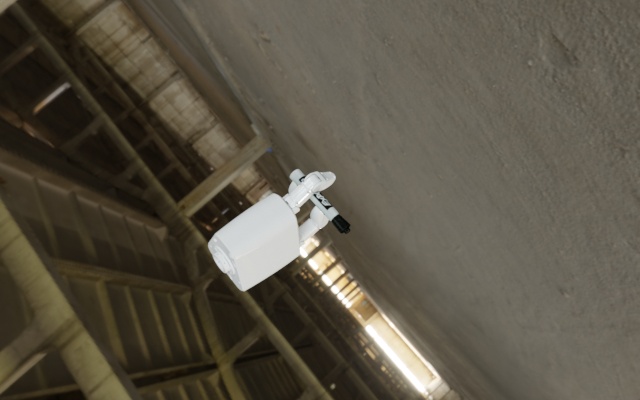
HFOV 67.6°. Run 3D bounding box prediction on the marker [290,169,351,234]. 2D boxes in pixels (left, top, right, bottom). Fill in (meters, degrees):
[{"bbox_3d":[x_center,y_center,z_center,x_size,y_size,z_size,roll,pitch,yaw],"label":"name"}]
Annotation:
[{"bbox_3d":[0.000,0.002,0.690,0.020,0.121,0.020,-38,-18,-15],"label":"marker"}]
